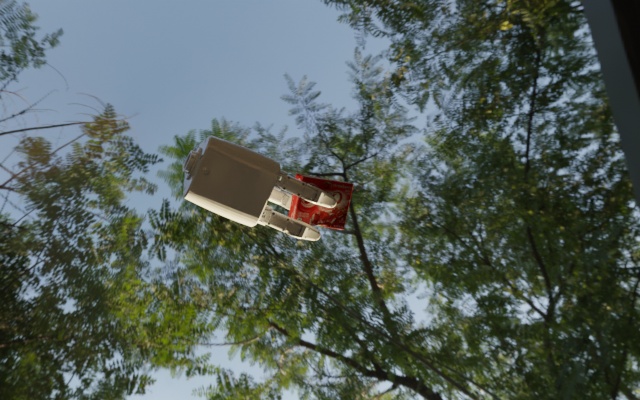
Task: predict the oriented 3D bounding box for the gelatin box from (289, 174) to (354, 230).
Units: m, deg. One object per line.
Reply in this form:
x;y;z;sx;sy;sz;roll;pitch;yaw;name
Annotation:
0.000;0.002;0.726;0.089;0.073;0.030;8;7;-27;gelatin box
